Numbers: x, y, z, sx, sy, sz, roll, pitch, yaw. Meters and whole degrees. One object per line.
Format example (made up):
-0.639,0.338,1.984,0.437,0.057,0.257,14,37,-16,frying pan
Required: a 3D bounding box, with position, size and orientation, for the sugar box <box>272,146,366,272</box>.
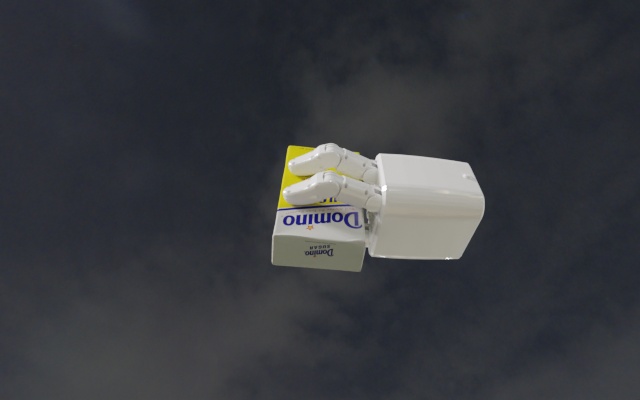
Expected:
0.000,0.001,0.538,0.093,0.048,0.176,5,34,-2,sugar box
